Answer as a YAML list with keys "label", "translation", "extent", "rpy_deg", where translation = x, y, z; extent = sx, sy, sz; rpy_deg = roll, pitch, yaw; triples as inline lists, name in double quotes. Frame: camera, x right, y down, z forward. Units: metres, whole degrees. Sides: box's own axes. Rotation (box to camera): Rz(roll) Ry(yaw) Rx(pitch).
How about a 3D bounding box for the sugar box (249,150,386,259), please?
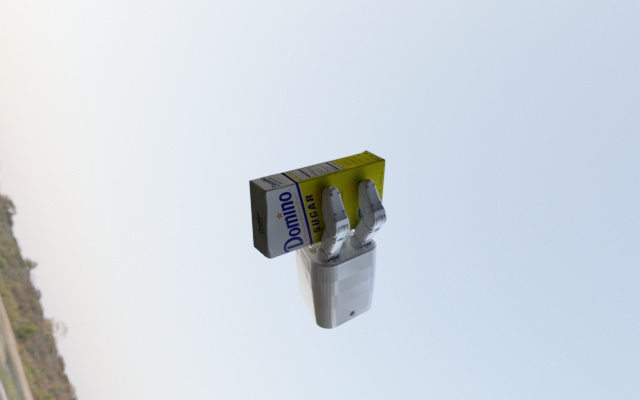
- label: "sugar box"
  translation: [0.001, 0.002, 0.594]
  extent: [0.176, 0.093, 0.048]
  rpy_deg: [-19, 33, -32]
